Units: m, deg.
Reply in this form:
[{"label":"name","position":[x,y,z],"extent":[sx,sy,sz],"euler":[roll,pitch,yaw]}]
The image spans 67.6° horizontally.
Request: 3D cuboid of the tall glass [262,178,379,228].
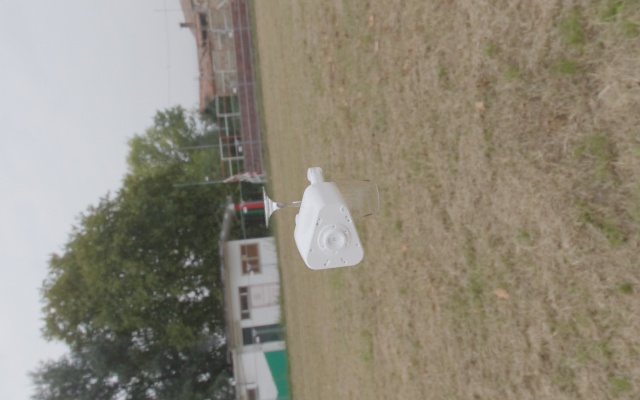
[{"label":"tall glass","position":[-0.001,0.003,0.853],"extent":[0.201,0.079,0.079],"euler":[-6,1,-8]}]
